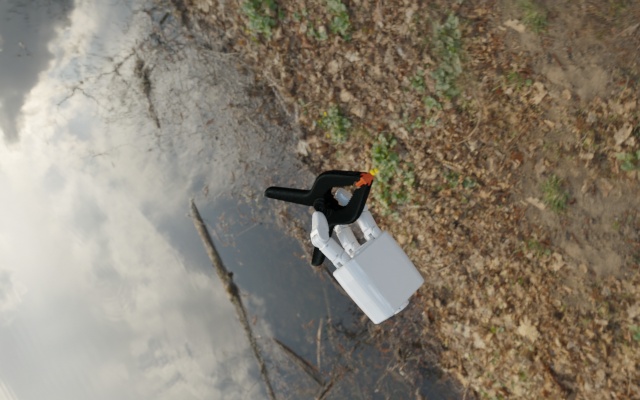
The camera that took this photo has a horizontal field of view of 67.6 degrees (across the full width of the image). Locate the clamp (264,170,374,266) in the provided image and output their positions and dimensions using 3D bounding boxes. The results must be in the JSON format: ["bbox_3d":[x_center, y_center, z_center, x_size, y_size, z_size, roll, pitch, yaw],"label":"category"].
[{"bbox_3d":[0.000,0.003,0.792,0.210,0.164,0.036,-43,-4,40],"label":"clamp"}]
